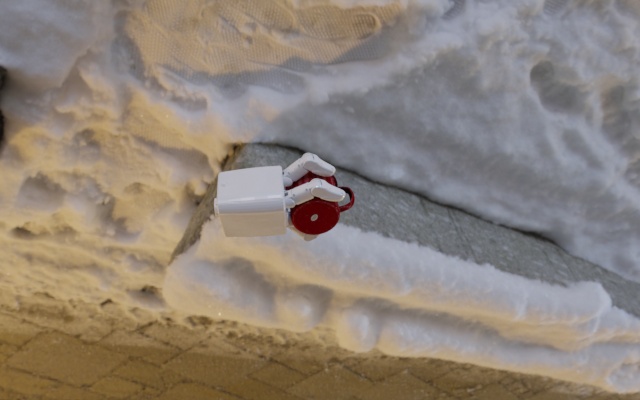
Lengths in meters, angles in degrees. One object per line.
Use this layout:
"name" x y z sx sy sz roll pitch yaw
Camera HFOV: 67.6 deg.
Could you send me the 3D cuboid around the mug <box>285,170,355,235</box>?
"mug" 0.002 0.003 0.811 0.117 0.093 0.081 -5 42 -4
